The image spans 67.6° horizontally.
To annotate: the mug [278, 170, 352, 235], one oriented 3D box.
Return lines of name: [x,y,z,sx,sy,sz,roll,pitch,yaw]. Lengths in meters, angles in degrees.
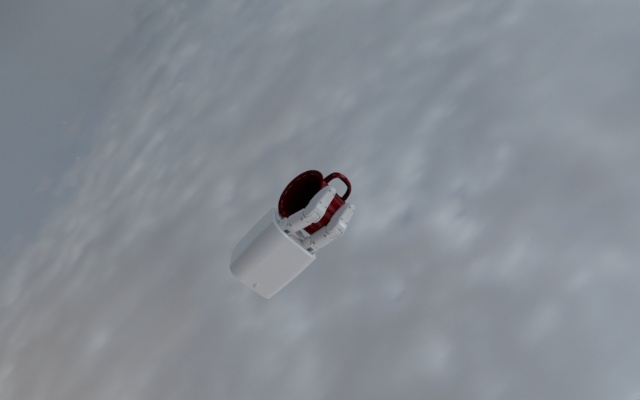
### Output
mug: [0.001,0.002,0.781,0.081,0.117,0.093,43,9,-34]
